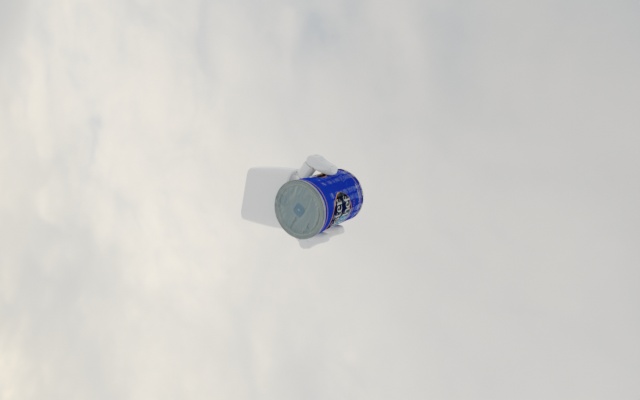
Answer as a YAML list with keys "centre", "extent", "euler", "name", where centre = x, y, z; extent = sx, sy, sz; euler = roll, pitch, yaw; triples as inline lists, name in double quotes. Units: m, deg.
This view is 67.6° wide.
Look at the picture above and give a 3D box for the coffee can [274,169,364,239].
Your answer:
- centre: [0.000, 0.003, 0.859]
  extent: [0.103, 0.103, 0.140]
  euler: [0, 11, 33]
  name: "coffee can"
